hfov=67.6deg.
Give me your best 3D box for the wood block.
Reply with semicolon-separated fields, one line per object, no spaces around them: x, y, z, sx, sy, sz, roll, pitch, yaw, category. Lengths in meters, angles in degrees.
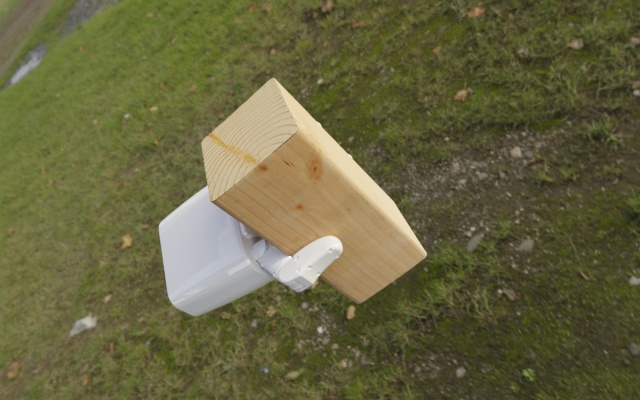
0.000;0.002;0.443;0.090;0.090;0.206;-38;-49;13;wood block
